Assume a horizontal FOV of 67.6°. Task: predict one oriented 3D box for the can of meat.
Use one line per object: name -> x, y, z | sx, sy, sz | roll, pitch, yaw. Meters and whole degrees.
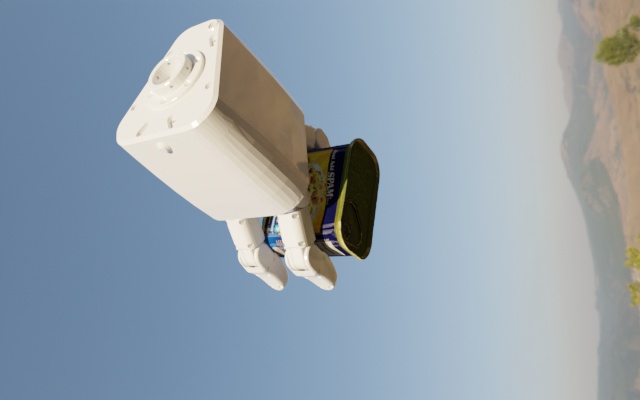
can of meat -> 0.000, 0.001, 0.426 | 0.084, 0.102, 0.057 | -6, -28, 31
